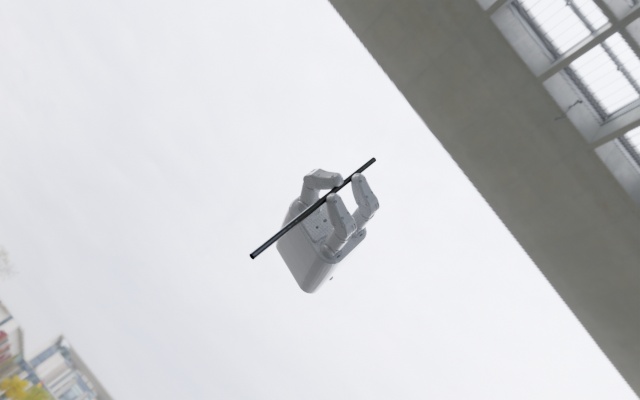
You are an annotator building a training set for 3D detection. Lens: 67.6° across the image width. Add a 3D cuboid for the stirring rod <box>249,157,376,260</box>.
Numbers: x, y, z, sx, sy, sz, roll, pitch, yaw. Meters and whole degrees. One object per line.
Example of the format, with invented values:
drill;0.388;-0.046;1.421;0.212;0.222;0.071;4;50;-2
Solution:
stirring rod;0.000;0.002;0.589;0.011;0.011;0.239;0;29;45
